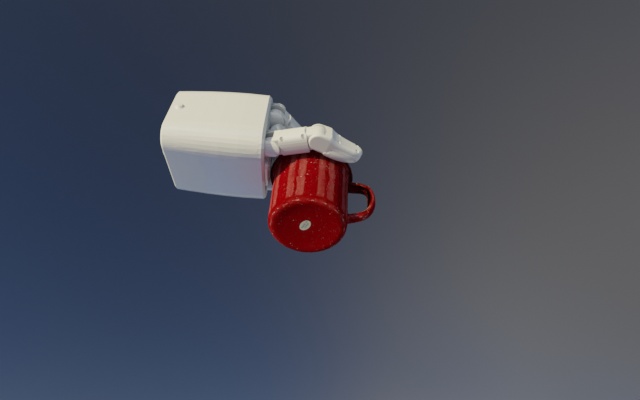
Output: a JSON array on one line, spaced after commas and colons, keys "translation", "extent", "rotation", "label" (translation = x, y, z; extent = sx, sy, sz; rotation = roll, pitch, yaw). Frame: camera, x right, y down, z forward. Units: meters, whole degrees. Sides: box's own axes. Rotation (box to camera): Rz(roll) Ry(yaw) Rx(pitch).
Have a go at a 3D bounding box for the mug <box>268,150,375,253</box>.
[{"translation": [0.002, 0.002, 0.510], "extent": [0.117, 0.093, 0.081], "rotation": [4, 42, -1], "label": "mug"}]
